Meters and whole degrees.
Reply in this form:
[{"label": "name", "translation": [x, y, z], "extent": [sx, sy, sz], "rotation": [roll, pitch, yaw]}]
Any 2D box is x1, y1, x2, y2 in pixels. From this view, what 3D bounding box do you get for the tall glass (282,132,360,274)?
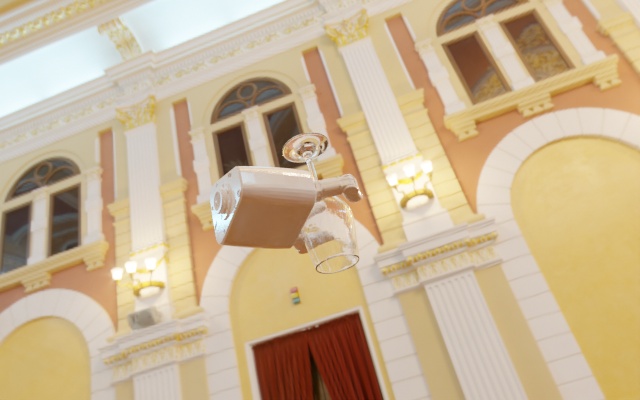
[{"label": "tall glass", "translation": [0.000, 0.002, 0.693], "extent": [0.079, 0.201, 0.079], "rotation": [-12, -28, -7]}]
